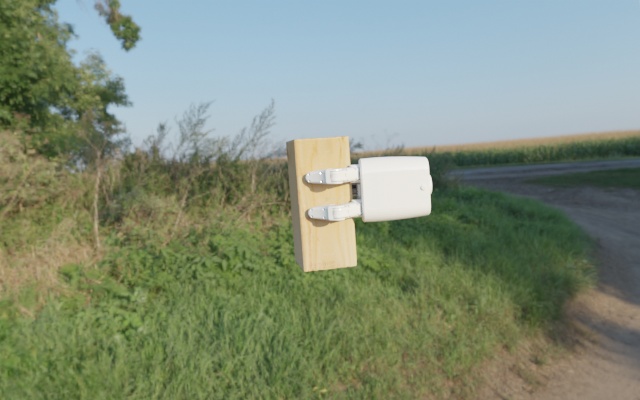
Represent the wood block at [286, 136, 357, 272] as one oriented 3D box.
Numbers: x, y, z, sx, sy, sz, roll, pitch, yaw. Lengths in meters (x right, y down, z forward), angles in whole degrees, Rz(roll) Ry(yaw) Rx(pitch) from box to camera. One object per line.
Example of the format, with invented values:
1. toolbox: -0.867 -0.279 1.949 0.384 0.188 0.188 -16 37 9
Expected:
1. wood block: 0.000 0.002 0.784 0.090 0.206 0.091 -5 6 -11
